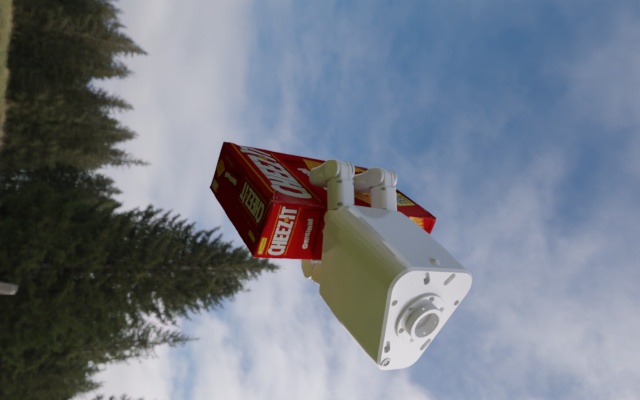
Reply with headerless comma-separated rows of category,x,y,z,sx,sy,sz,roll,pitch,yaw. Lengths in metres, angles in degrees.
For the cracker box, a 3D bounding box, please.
cracker box,0.000,0.002,0.559,0.214,0.072,0.164,8,21,-32
